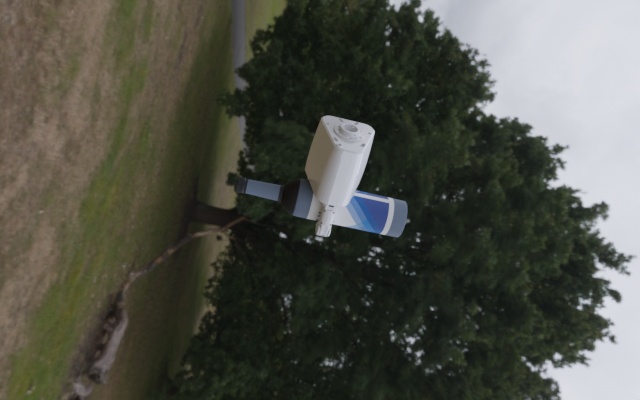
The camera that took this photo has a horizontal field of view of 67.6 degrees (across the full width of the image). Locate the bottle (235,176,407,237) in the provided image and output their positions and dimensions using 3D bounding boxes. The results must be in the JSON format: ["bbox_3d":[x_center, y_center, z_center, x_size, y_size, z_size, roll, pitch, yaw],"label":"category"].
[{"bbox_3d":[0.000,0.003,0.832,0.296,0.069,0.069,12,-2,-7],"label":"bottle"}]
